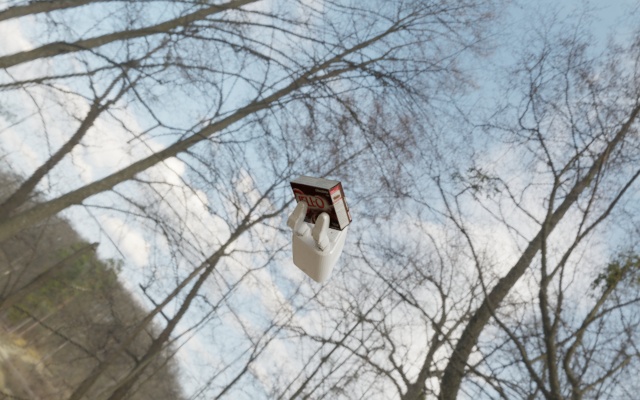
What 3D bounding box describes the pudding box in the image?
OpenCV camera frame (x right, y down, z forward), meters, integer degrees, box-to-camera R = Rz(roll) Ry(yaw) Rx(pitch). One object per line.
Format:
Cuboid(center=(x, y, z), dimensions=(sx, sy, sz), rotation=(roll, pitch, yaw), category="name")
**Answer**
Cuboid(center=(0.000, 0.003, 0.900), dimensions=(0.113, 0.090, 0.039), rotation=(10, 38, 44), category="pudding box")
